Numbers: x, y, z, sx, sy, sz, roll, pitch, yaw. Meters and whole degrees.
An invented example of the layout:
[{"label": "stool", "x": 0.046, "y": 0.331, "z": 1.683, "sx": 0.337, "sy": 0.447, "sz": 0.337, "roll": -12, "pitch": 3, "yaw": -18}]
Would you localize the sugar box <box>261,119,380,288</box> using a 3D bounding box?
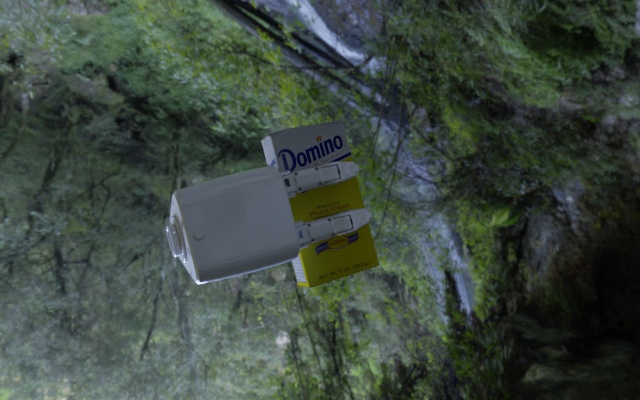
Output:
[{"label": "sugar box", "x": 0.000, "y": 0.002, "z": 0.549, "sx": 0.093, "sy": 0.176, "sz": 0.048, "roll": -15, "pitch": 2, "yaw": -23}]
